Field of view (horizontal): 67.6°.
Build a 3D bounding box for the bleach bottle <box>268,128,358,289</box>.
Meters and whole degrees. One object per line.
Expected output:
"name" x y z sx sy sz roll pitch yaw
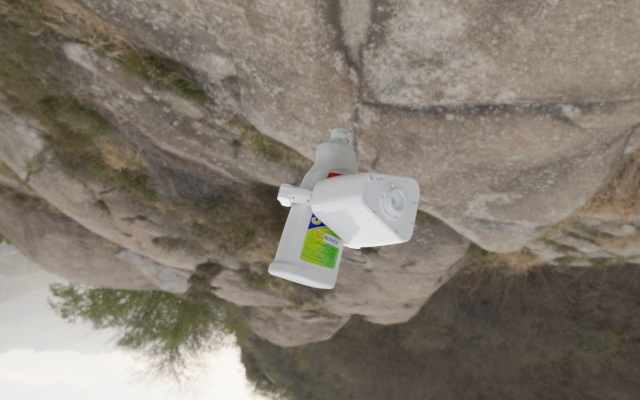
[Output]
"bleach bottle" 0.000 0.002 0.739 0.102 0.250 0.068 23 -19 -32
